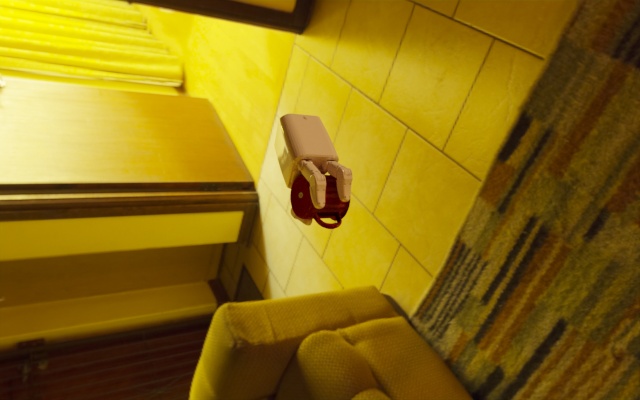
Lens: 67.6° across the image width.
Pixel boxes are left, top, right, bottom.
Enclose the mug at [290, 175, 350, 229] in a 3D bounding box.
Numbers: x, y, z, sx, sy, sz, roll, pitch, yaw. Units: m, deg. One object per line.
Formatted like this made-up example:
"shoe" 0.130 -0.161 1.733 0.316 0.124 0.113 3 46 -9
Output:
"mug" 0.000 0.004 0.883 0.081 0.117 0.093 -1 -34 -33
